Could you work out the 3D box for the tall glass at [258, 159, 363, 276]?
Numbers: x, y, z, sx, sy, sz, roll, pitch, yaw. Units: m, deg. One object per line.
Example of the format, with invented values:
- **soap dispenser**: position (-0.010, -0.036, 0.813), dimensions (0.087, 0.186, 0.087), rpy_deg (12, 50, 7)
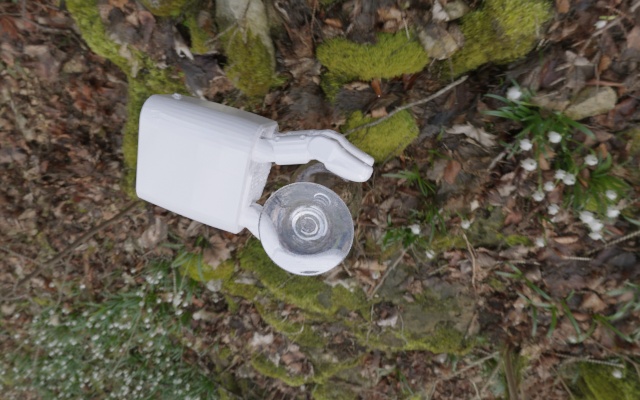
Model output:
- **tall glass**: position (0.000, 0.002, 0.460), dimensions (0.079, 0.079, 0.201), rpy_deg (0, 12, 7)
